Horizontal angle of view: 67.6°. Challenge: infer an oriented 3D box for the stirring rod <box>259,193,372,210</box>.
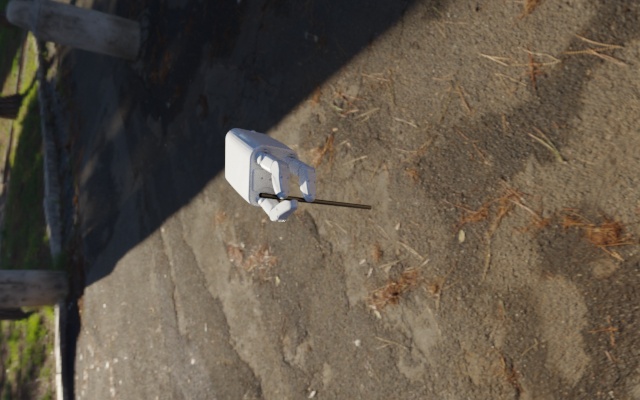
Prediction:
[{"bbox_3d":[0.000,0.003,0.796,0.239,0.011,0.011,7,-4,-41],"label":"stirring rod"}]
